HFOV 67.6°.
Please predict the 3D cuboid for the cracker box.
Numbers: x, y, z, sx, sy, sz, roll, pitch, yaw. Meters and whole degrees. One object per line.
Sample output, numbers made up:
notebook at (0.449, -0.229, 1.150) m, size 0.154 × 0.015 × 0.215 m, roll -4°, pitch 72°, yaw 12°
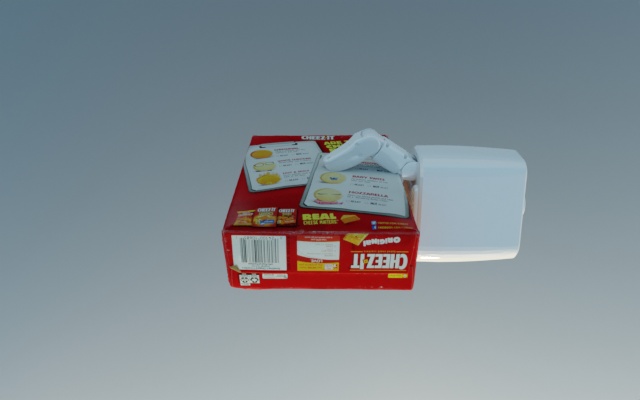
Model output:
cracker box at (0.000, 0.002, 0.492) m, size 0.164 × 0.072 × 0.213 m, roll 0°, pitch 29°, yaw -1°
